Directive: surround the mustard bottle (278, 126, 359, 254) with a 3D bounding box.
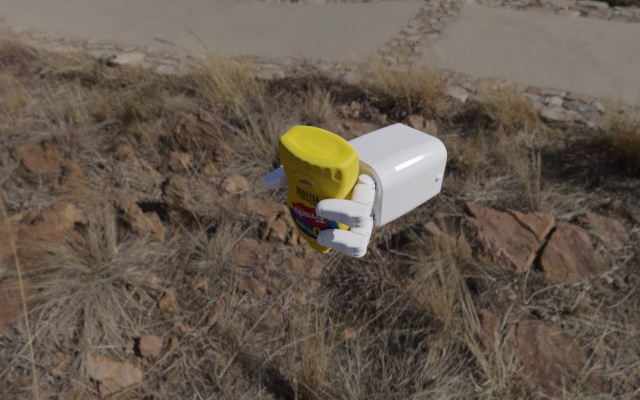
[{"bbox_3d":[0.000,0.002,0.603,0.096,0.192,0.058,25,53,24],"label":"mustard bottle"}]
